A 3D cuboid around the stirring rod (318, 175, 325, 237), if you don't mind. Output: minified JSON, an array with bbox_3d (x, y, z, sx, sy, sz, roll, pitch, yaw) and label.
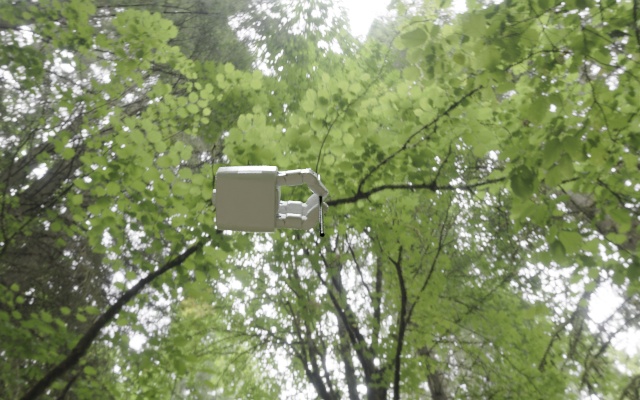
[{"bbox_3d":[0.000,0.003,0.840,0.011,0.011,0.239,0,25,-1],"label":"stirring rod"}]
